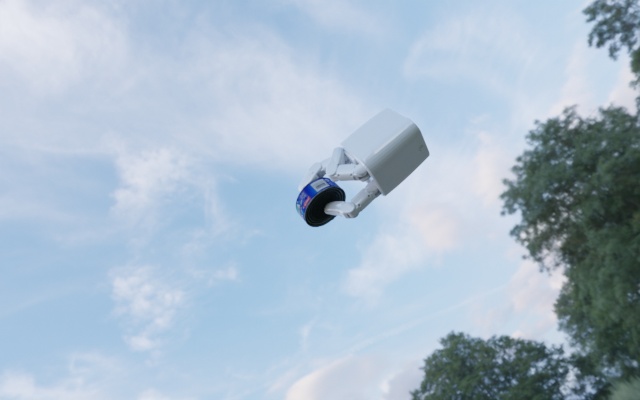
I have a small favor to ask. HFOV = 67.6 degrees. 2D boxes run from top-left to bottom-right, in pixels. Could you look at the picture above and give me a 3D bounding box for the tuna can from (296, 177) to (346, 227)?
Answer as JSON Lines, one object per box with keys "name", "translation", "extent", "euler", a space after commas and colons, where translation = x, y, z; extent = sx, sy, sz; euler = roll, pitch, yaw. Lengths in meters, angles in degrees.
{"name": "tuna can", "translation": [0.000, 0.002, 0.828], "extent": [0.086, 0.086, 0.033], "euler": [0, 35, -43]}
